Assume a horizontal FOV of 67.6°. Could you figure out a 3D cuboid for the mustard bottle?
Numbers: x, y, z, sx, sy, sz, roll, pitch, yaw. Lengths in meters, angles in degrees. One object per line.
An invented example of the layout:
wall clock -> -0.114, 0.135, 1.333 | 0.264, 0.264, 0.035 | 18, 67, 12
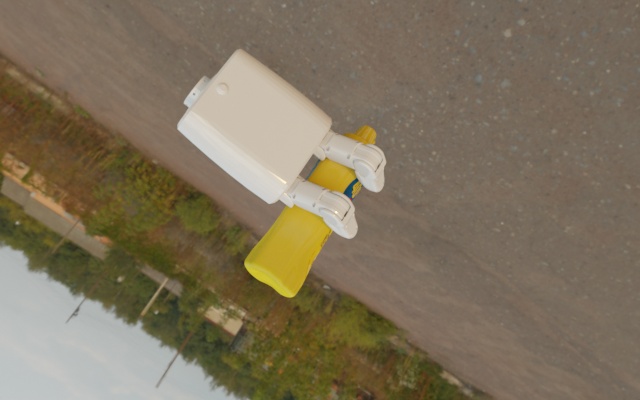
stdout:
mustard bottle -> 0.000, 0.002, 0.480 | 0.058, 0.191, 0.096 | 31, -16, 8
